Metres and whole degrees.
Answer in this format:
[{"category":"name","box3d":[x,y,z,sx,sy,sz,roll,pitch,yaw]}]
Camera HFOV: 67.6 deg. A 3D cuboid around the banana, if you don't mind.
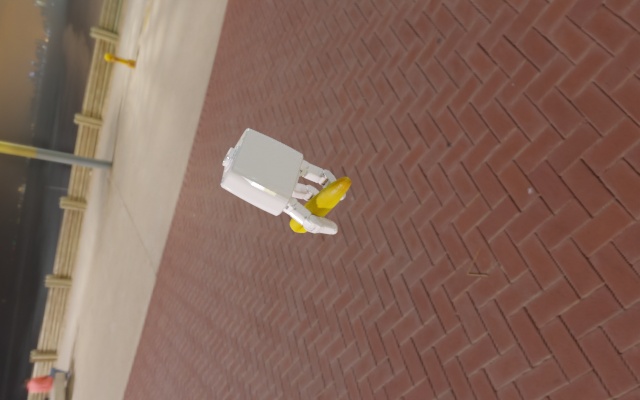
[{"category":"banana","box3d":[-0.011,0.016,0.828,0.069,0.037,0.198,-50,4,-31]}]
